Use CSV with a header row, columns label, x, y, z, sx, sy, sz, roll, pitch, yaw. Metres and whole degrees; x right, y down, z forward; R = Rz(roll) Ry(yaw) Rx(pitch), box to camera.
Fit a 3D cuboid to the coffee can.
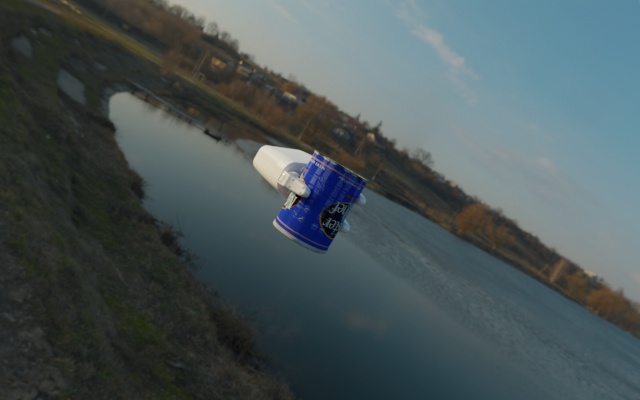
label,x,y,z,sx,sy,sz,roll,pitch,yaw
coffee can,0.000,0.003,0.791,0.103,0.140,0.103,30,6,-3
